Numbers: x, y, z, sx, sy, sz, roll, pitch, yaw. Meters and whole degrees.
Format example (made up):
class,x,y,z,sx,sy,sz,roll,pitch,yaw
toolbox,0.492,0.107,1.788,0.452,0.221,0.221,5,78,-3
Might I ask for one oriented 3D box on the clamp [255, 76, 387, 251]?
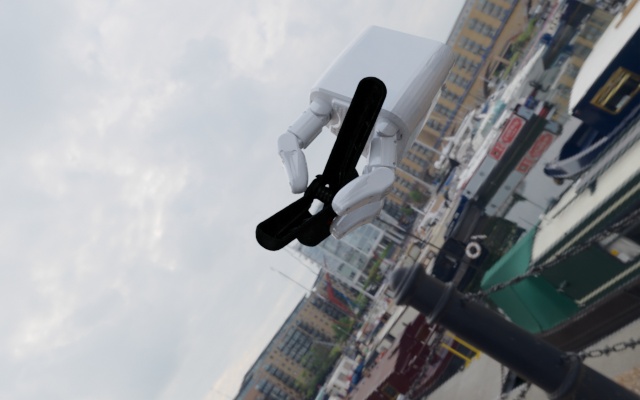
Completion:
class,x,y,z,sx,sy,sz,roll,pitch,yaw
clamp,0.000,0.001,0.450,0.036,0.164,0.210,33,-20,12
